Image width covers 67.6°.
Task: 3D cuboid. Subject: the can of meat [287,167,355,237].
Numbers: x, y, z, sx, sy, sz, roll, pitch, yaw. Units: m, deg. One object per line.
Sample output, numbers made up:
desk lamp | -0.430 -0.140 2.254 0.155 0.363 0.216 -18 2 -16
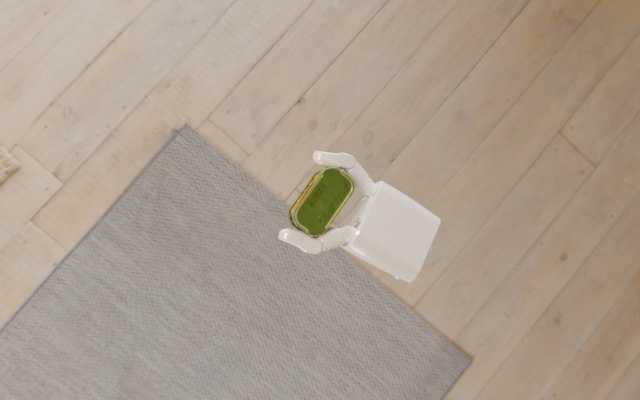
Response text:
can of meat | 0.000 0.002 0.675 0.057 0.102 0.084 35 -5 -5
